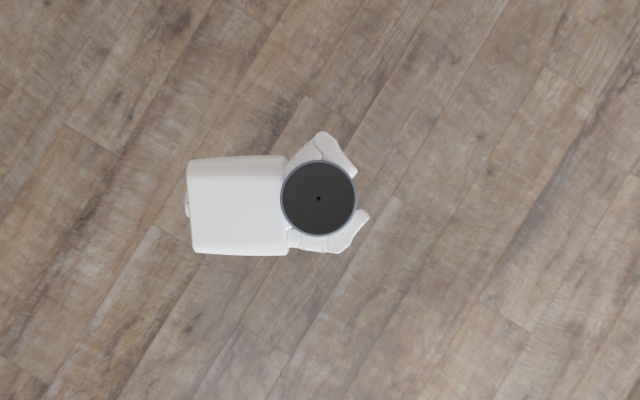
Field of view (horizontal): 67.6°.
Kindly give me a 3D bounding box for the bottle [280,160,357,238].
[{"bbox_3d":[0.000,0.002,0.552,0.069,0.069,0.296,0,-1,1],"label":"bottle"}]
